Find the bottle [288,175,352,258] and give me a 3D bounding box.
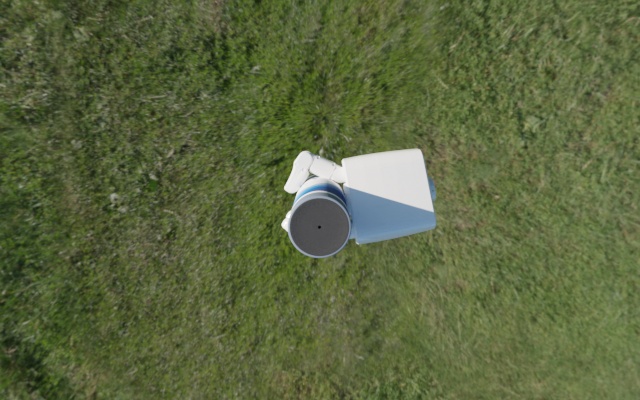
[{"bbox_3d":[0.000,0.002,0.638,0.069,0.069,0.295,0,10,0],"label":"bottle"}]
